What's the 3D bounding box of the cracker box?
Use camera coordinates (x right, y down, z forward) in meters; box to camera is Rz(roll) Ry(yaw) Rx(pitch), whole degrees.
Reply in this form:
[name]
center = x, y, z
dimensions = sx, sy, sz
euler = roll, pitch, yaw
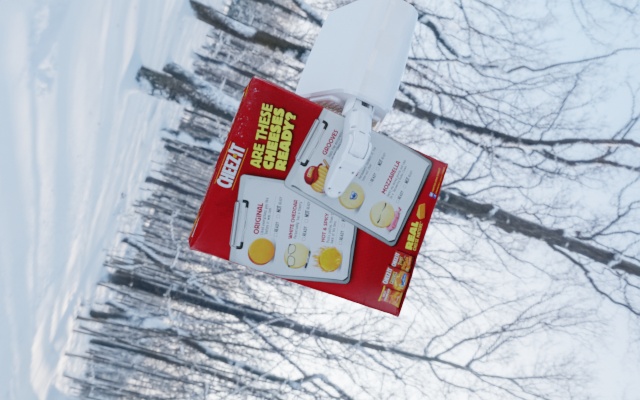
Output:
[cracker box]
center = 0.000, 0.002, 0.471
dimensions = 0.214, 0.164, 0.072
euler = 21, -6, -16
